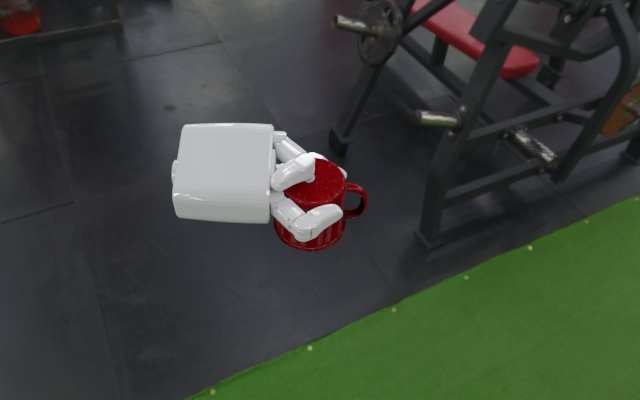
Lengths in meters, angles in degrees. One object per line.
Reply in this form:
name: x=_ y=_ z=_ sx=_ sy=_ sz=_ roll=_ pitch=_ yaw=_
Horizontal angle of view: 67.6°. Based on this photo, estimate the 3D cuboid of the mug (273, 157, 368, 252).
mug: x=0.002 y=0.002 z=0.586 sx=0.117 sy=0.093 sz=0.082 roll=1 pitch=-42 yaw=-3
